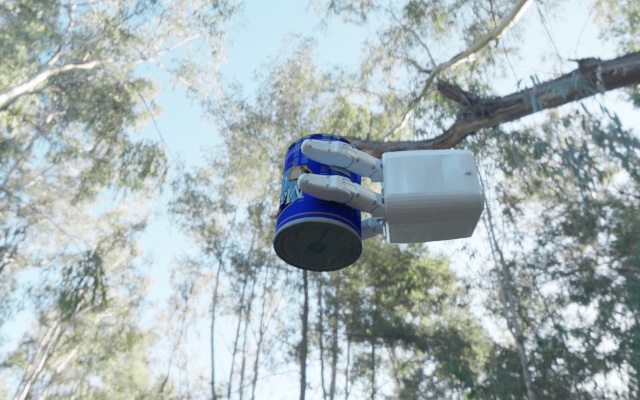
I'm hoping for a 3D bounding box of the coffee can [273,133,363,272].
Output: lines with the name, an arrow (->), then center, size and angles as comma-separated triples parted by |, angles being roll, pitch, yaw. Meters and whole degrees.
coffee can -> 0.000, 0.002, 0.589 | 0.103, 0.140, 0.103 | 2, -40, 2
